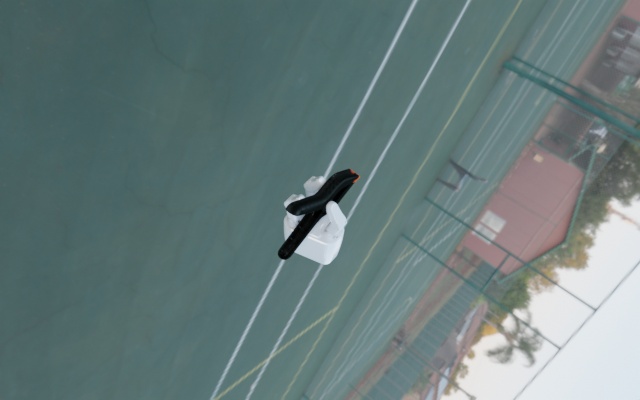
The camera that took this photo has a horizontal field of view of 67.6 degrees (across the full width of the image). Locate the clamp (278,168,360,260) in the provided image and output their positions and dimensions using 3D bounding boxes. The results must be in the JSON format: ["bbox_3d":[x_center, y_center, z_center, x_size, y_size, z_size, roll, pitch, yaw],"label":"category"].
[{"bbox_3d":[0.001,0.003,0.858,0.036,0.210,0.165,38,-26,15],"label":"clamp"}]
